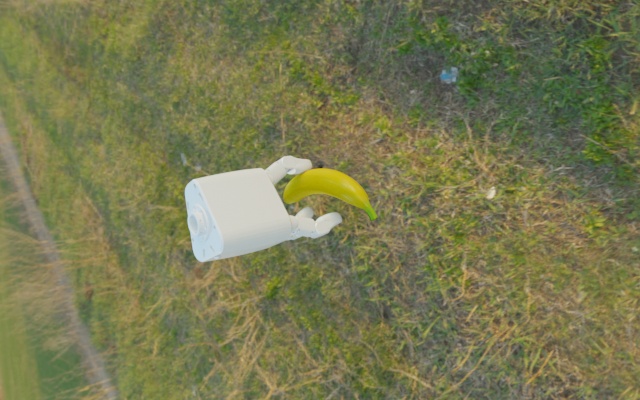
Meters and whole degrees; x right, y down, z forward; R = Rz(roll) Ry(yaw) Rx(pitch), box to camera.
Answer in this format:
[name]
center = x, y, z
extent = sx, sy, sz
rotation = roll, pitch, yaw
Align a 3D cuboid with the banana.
[banana]
center = 0.001, -0.015, 0.720
extent = 0.037, 0.070, 0.198
rotation = -16, 18, -39
